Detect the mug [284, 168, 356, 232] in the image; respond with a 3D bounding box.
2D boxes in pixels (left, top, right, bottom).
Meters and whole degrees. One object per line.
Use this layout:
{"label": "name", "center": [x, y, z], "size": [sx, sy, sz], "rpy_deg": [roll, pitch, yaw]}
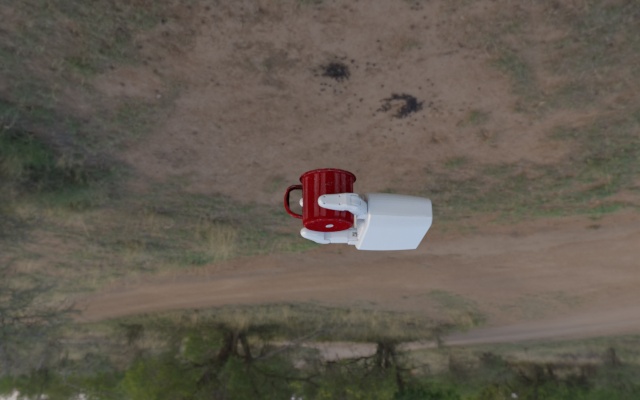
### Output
{"label": "mug", "center": [-0.001, 0.003, 0.764], "size": [0.117, 0.081, 0.093], "rpy_deg": [2, -18, -6]}
